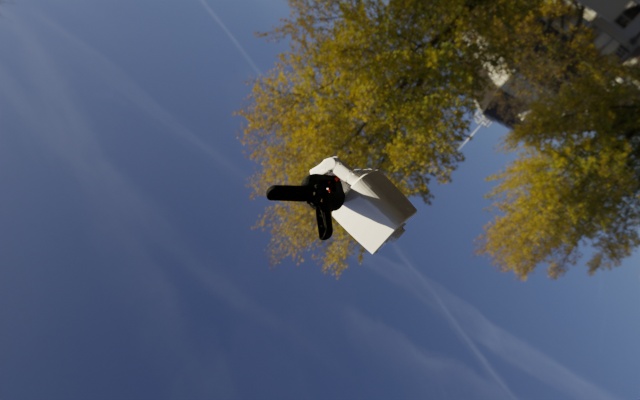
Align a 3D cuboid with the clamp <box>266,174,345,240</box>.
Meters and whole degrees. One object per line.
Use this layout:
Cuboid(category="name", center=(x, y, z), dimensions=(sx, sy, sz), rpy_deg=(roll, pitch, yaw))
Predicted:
Cuboid(category="clamp", center=(0.000, 0.003, 0.782), dimensions=(0.039, 0.120, 0.171), rpy_deg=(-51, -14, 34))
